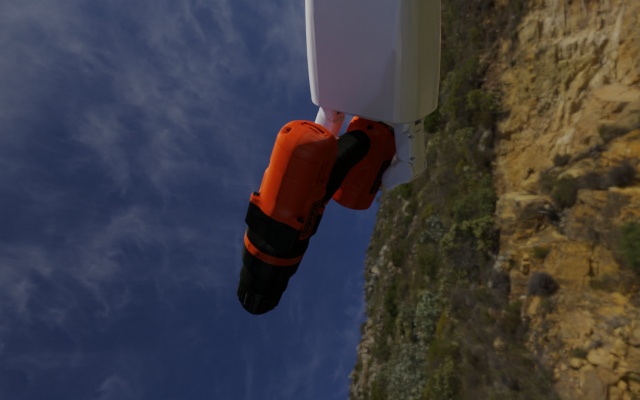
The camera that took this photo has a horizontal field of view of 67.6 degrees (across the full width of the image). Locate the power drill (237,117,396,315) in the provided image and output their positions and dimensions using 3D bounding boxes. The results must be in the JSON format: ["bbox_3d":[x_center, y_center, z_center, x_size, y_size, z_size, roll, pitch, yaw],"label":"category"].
[{"bbox_3d":[0.000,0.001,0.444,0.057,0.184,0.187,31,31,15],"label":"power drill"}]
